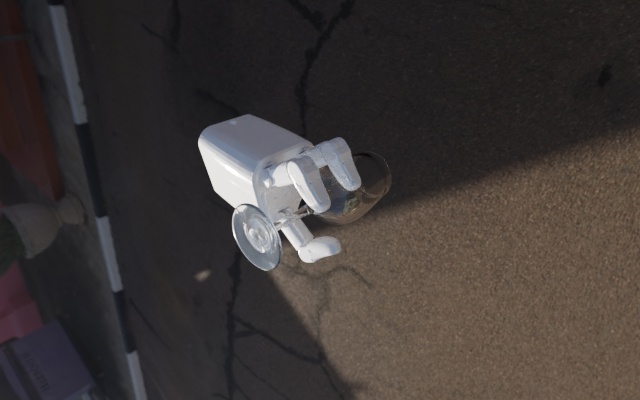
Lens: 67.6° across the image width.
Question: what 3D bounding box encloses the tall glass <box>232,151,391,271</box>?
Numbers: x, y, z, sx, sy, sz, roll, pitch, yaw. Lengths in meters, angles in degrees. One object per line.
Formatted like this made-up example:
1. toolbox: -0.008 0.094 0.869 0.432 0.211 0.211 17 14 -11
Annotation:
1. tall glass: 0.000 0.002 0.547 0.079 0.079 0.201 0 21 46
